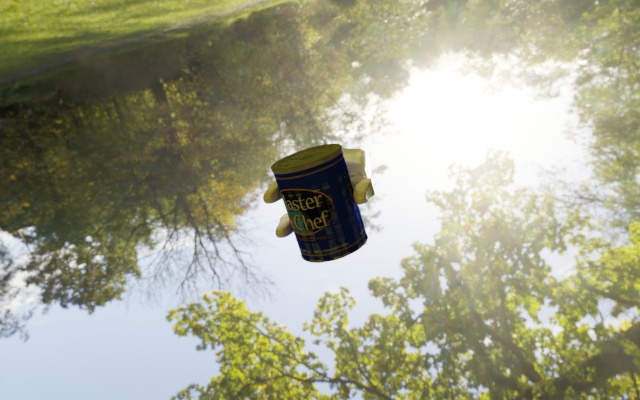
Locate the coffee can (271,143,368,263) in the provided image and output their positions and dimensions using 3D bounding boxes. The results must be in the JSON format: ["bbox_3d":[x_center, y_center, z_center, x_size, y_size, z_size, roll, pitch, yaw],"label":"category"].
[{"bbox_3d":[0.000,0.002,0.677,0.103,0.140,0.102,-16,17,5],"label":"coffee can"}]
